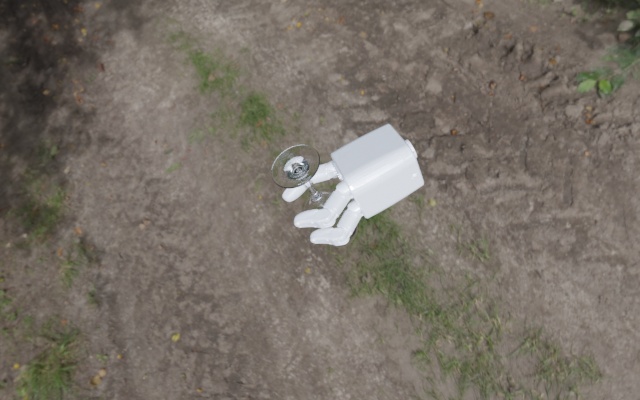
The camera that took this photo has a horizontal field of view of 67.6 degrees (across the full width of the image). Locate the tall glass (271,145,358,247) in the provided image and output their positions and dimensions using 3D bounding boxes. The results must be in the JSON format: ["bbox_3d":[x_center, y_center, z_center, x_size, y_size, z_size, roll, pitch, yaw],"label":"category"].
[{"bbox_3d":[0.000,0.002,0.746,0.079,0.079,0.201,0,-31,24],"label":"tall glass"}]
